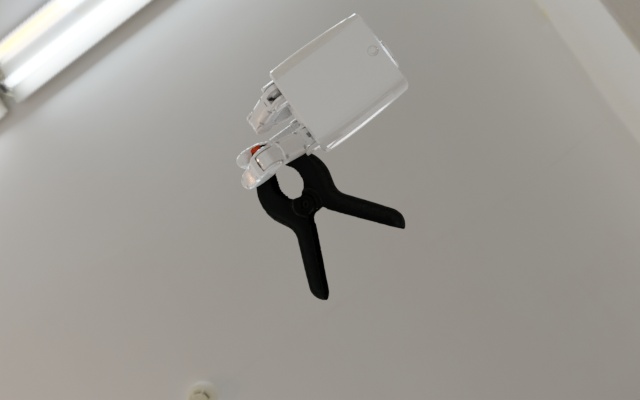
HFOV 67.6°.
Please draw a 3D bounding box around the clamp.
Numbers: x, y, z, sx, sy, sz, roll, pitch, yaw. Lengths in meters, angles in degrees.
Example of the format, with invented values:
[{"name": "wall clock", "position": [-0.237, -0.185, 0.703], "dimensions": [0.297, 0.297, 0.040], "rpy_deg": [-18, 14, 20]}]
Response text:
[{"name": "clamp", "position": [0.000, 0.002, 0.488], "dimensions": [0.120, 0.171, 0.039], "rpy_deg": [-35, -5, 4]}]
